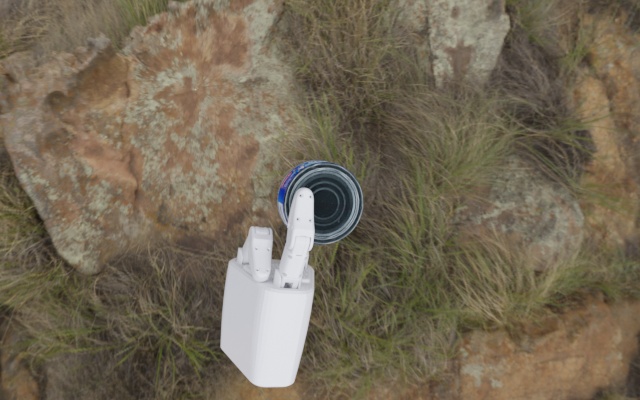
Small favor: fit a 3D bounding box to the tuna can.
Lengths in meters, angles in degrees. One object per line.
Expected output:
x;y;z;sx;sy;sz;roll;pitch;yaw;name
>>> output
0.000;0.002;0.494;0.086;0.086;0.033;0;7;-15;tuna can
